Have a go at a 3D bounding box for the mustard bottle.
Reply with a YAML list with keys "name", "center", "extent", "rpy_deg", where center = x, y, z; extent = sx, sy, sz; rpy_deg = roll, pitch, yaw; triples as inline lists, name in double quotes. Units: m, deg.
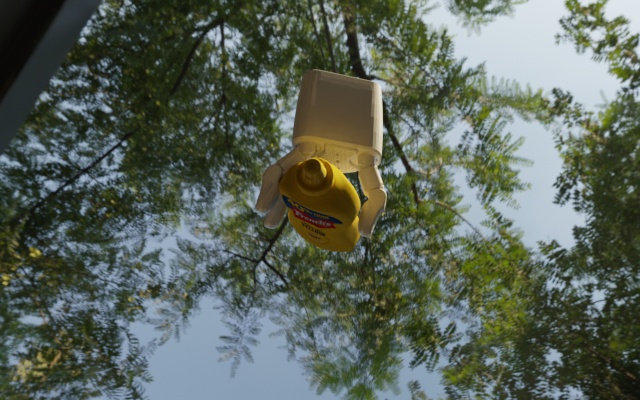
- name: "mustard bottle"
  center: [0.000, 0.002, 0.565]
  extent: [0.096, 0.058, 0.192]
  rpy_deg: [26, -19, 15]
